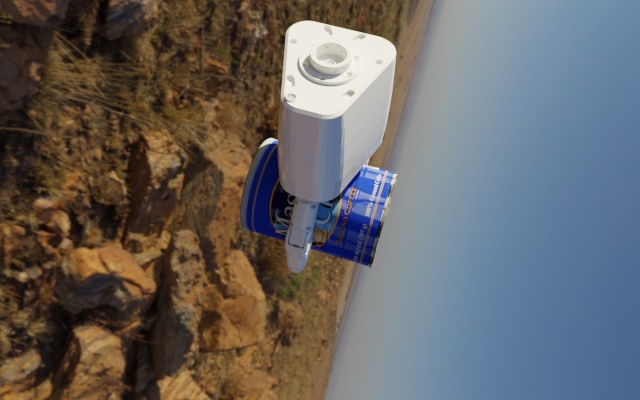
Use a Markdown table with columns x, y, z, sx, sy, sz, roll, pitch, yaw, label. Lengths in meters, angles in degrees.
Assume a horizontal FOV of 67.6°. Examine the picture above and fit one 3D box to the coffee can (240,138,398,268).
| x | y | z | sx | sy | sz | roll | pitch | yaw | label |
| --- | --- | --- | --- | --- | --- | --- | --- | --- | --- |
| 0.000 | 0.002 | 0.504 | 0.140 | 0.103 | 0.103 | 16 | 2 | 8 | coffee can |
